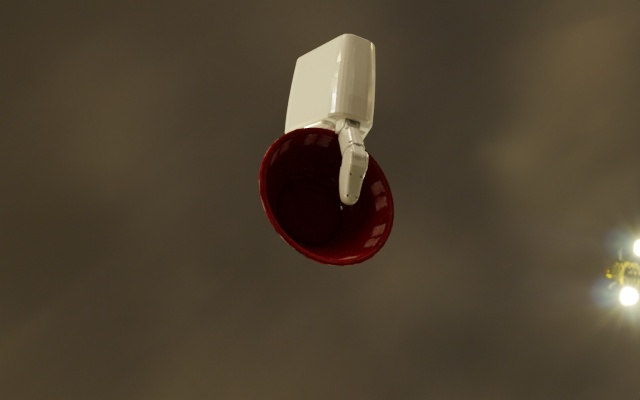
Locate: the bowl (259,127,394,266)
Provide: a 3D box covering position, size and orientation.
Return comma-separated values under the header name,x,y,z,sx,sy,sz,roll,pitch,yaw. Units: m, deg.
name,x,y,z,sx,sy,sz,roll,pitch,yaw
bowl,0.000,0.003,0.530,0.162,0.162,0.055,0,-23,-29
